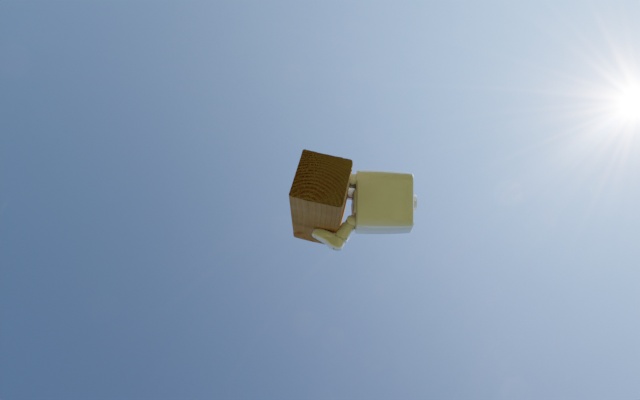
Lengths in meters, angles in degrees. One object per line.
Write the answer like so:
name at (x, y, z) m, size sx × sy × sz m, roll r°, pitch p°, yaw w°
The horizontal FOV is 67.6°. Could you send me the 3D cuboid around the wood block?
wood block at (0.000, 0.003, 0.868) m, size 0.090 × 0.090 × 0.206 m, roll 13°, pitch -23°, yaw 5°
